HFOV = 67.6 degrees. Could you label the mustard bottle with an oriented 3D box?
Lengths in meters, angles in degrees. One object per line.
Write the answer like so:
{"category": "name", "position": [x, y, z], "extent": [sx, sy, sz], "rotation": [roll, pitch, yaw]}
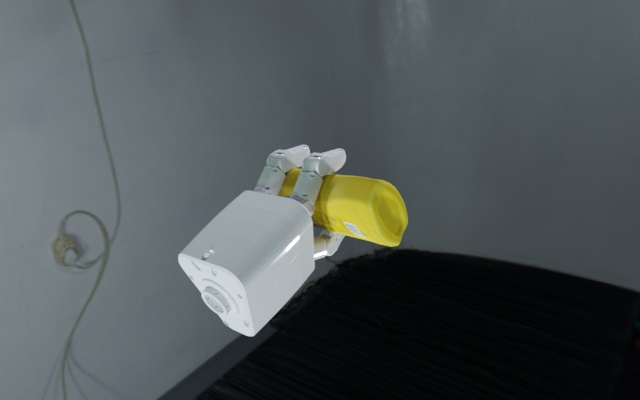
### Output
{"category": "mustard bottle", "position": [0.000, 0.002, 0.561], "extent": [0.191, 0.058, 0.096], "rotation": [11, -23, 36]}
